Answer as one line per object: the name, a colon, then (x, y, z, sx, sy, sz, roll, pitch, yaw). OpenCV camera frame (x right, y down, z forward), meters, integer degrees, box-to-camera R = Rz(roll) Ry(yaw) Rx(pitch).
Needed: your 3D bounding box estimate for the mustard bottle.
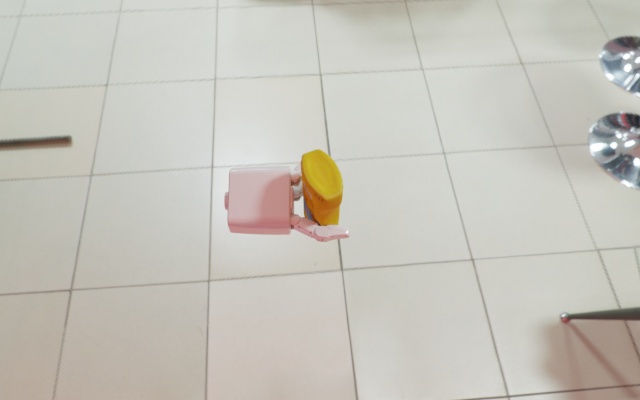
mustard bottle: (0.000, 0.002, 0.822, 0.058, 0.096, 0.192, -22, -26, -13)
